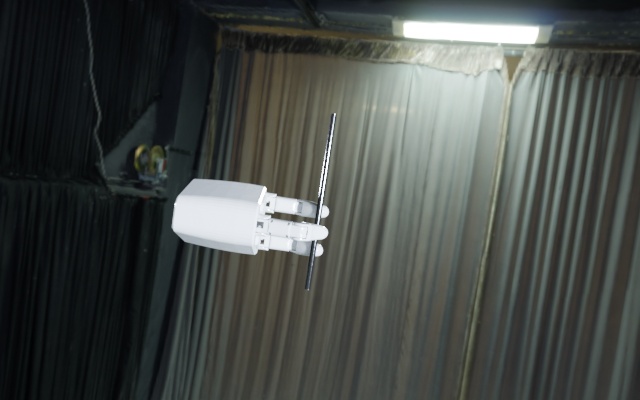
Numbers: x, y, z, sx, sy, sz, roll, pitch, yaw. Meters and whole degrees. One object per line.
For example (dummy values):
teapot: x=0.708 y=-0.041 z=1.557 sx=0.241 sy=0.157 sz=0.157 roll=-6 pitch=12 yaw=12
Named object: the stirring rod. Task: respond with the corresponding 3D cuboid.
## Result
stirring rod: x=0.000 y=0.002 z=0.649 sx=0.011 sy=0.239 sz=0.011 roll=9 pitch=2 yaw=0
